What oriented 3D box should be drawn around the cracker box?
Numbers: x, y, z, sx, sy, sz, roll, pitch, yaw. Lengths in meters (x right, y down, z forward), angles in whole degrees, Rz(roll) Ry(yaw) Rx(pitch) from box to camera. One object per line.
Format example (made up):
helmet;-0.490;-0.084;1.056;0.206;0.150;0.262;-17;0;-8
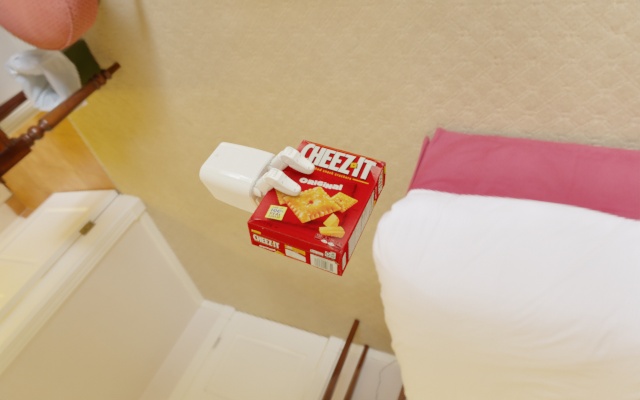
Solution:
cracker box;0.000;0.003;0.809;0.164;0.213;0.072;18;-38;16
